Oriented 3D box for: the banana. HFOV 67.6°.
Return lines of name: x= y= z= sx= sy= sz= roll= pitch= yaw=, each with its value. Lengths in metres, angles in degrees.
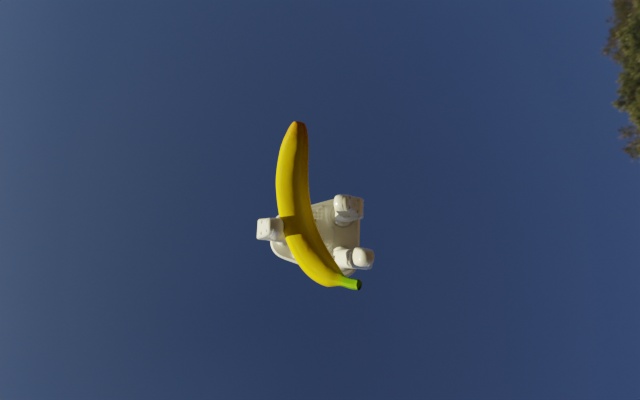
banana: x=-0.015 y=0.012 z=0.525 sx=0.069 sy=0.197 sz=0.037 roll=-25 pitch=-14 yaw=19
